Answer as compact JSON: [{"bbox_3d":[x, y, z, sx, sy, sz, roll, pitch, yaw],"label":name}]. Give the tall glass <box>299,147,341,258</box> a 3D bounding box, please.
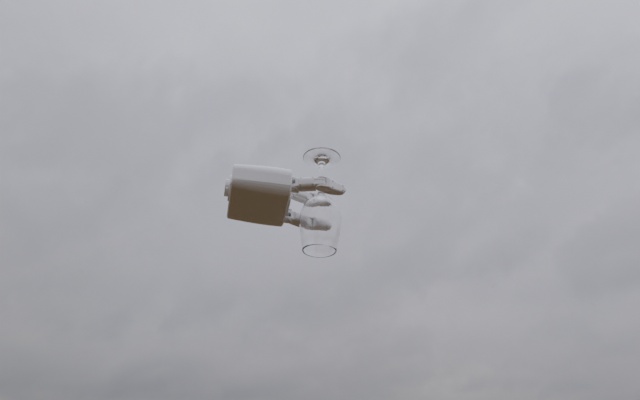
[{"bbox_3d":[0.000,0.002,0.896,0.079,0.201,0.079,1,-29,0],"label":"tall glass"}]
